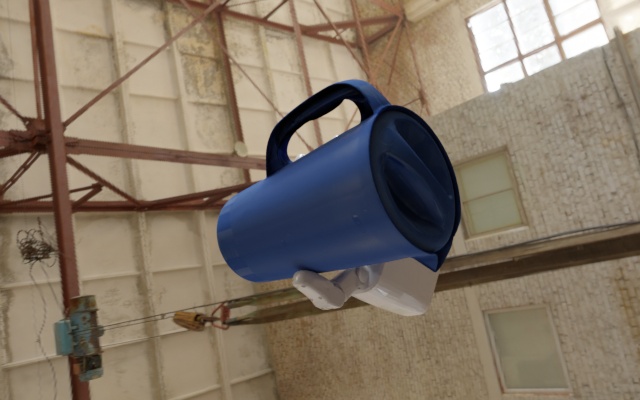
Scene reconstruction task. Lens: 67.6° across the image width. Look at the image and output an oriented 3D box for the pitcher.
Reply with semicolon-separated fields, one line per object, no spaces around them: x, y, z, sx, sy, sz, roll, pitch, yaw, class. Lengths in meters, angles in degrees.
0.000;0.002;0.480;0.243;0.149;0.145;-21;-38;41;pitcher
